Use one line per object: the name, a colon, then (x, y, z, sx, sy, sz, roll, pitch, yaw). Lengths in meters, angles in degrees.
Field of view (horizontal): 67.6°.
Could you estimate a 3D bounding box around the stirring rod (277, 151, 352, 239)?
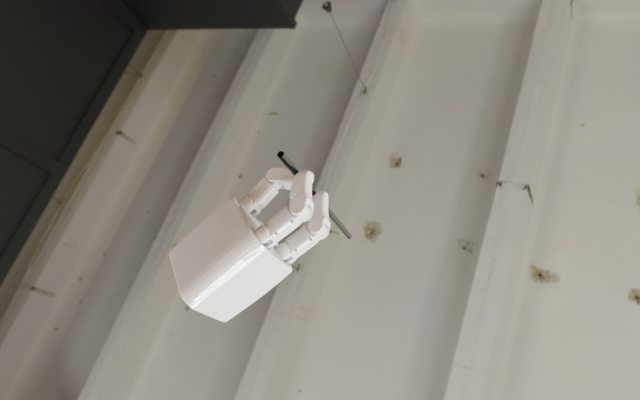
stirring rod: (0.000, 0.002, 0.616, 0.011, 0.011, 0.240, 0, -26, 24)
